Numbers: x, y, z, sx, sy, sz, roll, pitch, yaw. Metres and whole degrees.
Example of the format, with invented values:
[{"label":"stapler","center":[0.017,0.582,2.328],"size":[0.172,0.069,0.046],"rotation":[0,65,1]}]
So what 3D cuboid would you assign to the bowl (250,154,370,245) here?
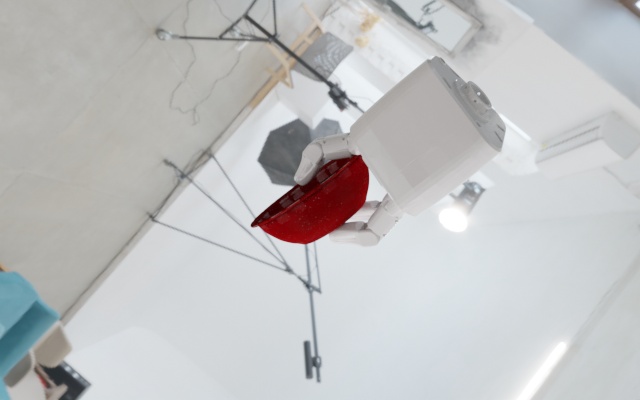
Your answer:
[{"label":"bowl","center":[0.000,0.003,0.549],"size":[0.162,0.055,0.162],"rotation":[-35,8,6]}]
